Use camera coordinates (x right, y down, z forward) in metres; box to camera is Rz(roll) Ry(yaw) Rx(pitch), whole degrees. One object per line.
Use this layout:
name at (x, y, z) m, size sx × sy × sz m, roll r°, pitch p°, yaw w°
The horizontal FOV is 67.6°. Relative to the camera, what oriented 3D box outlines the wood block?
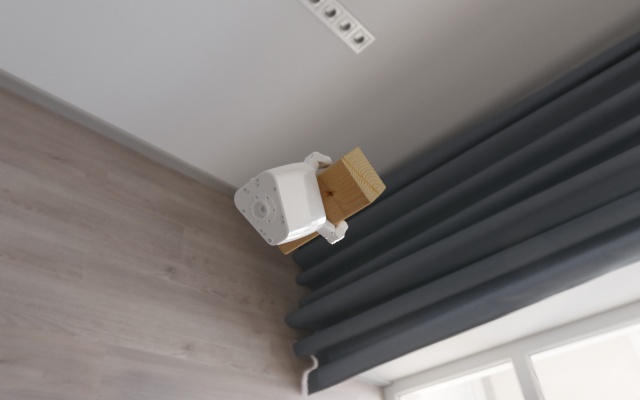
wood block at (0.000, 0.003, 0.860) m, size 0.206 × 0.091 × 0.090 m, roll -33°, pitch 3°, yaw 31°
